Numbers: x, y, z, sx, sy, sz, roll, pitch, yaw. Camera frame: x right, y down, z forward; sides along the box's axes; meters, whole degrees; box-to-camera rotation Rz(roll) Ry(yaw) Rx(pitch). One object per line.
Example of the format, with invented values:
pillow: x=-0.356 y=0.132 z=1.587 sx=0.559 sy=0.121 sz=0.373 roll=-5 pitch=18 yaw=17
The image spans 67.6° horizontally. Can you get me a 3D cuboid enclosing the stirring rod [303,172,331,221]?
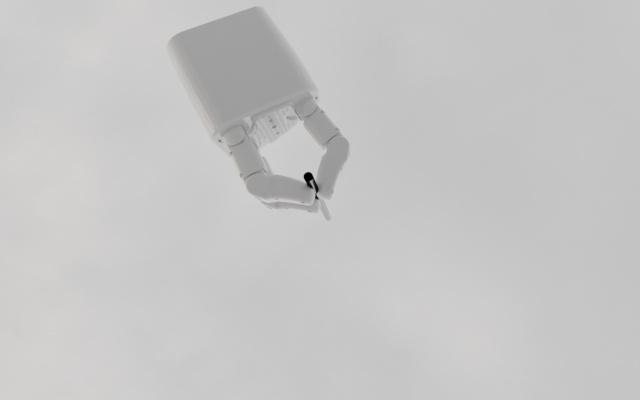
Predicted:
stirring rod: x=0.000 y=0.002 z=0.502 sx=0.011 sy=0.011 sz=0.239 roll=0 pitch=-10 yaw=5
